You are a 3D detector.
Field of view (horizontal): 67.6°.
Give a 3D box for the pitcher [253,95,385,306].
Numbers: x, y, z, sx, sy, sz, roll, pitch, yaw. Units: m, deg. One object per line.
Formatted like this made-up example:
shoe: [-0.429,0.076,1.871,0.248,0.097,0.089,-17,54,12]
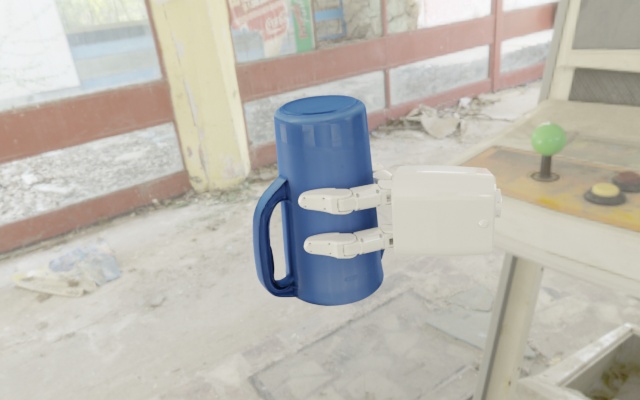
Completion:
pitcher: [0.000,0.002,0.593,0.145,0.243,0.149,1,25,15]
